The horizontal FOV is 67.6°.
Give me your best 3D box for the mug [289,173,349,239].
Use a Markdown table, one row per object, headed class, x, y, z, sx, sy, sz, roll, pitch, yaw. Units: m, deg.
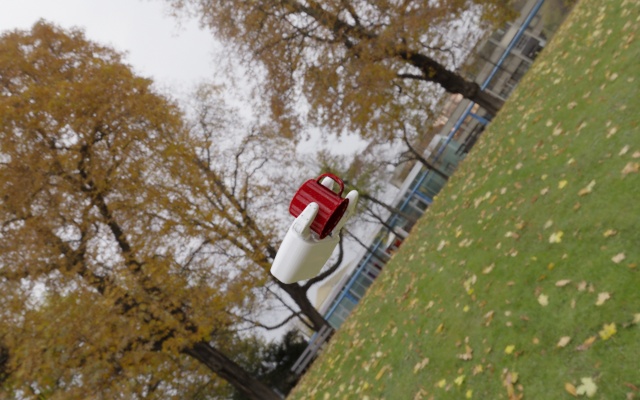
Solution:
| class | x | y | z | sx | sy | sz | roll | pitch | yaw |
| --- | --- | --- | --- | --- | --- | --- | --- | --- | --- |
| mug | 0.001 | 0.002 | 0.892 | 0.081 | 0.117 | 0.093 | 34 | 24 | 14 |
